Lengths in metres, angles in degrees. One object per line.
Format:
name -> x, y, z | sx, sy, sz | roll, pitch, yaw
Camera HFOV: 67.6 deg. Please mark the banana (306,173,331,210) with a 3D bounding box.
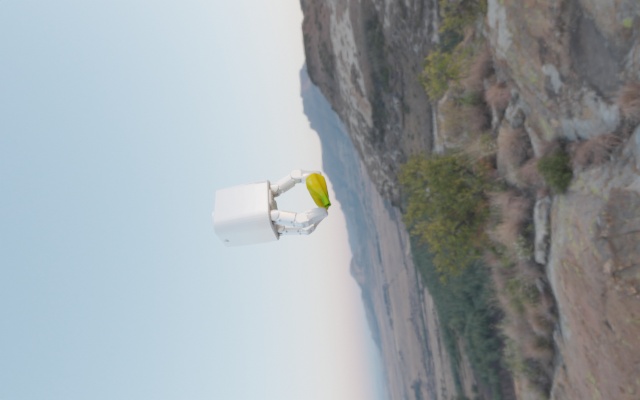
banana -> -0.004, -0.015, 0.886 | 0.037, 0.069, 0.198 | -13, -3, 1
